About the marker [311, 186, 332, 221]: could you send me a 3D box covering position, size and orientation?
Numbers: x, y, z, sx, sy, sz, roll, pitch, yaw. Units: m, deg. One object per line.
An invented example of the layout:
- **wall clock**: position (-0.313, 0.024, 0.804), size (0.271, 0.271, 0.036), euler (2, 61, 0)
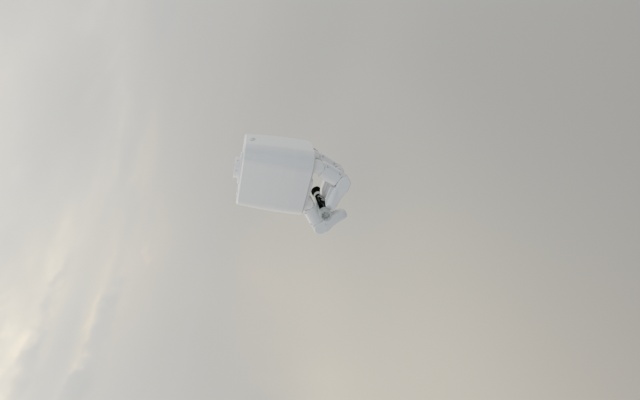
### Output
- **marker**: position (0.000, 0.003, 0.789), size (0.020, 0.020, 0.121), euler (0, 21, -8)
